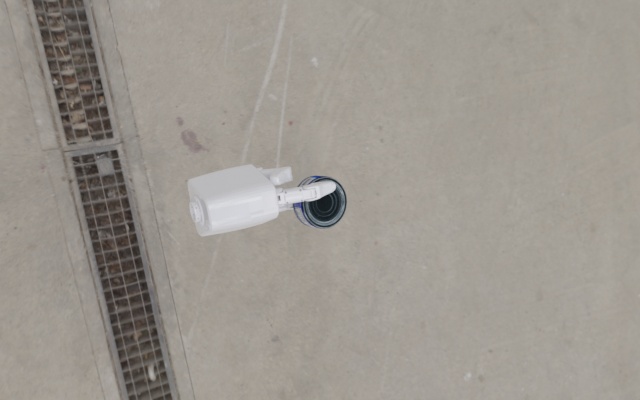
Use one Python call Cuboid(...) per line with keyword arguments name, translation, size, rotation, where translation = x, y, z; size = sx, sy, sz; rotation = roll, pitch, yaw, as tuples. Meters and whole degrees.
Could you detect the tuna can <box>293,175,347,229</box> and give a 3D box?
Cuboid(name="tuna can", translation=(0.000, 0.003, 0.774), size=(0.086, 0.086, 0.034), rotation=(0, 4, -30))
